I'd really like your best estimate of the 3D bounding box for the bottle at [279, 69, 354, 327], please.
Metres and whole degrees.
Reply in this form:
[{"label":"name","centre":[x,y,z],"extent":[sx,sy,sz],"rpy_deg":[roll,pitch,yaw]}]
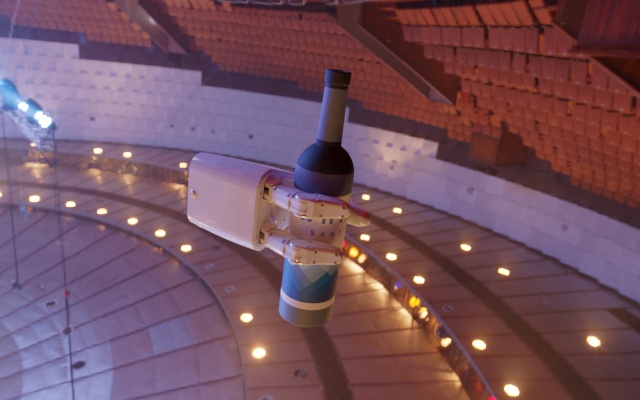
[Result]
[{"label":"bottle","centre":[0.000,0.002,0.548],"extent":[0.069,0.296,0.069],"rpy_deg":[7,19,-3]}]
